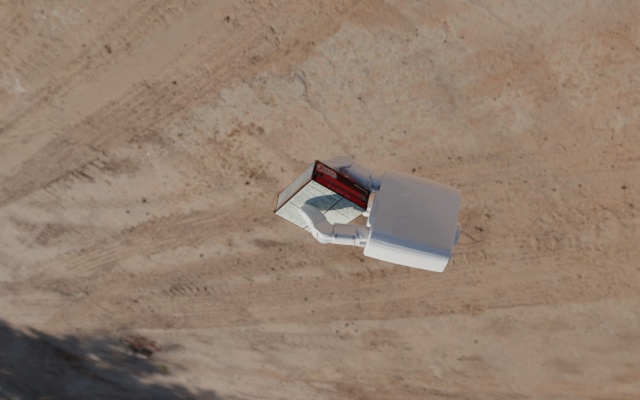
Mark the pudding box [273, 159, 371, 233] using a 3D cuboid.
[{"bbox_3d":[0.000,0.002,0.656,0.090,0.039,0.113,30,-40,-18],"label":"pudding box"}]
